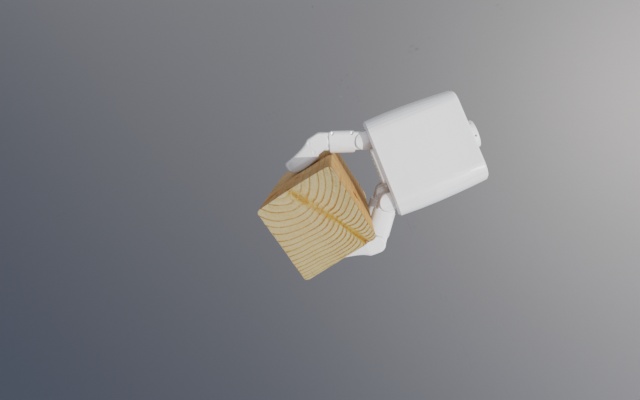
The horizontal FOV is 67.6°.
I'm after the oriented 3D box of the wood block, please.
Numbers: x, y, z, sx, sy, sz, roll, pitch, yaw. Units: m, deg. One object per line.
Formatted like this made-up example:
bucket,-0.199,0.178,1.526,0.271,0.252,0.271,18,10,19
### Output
wood block,0.000,0.001,0.577,0.090,0.091,0.206,-32,9,8
